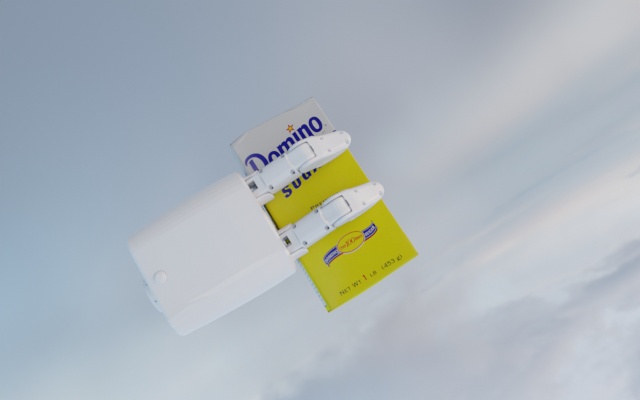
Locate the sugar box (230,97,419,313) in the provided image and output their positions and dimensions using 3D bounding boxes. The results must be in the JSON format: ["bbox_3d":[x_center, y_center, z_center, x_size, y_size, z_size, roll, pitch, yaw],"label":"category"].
[{"bbox_3d":[0.000,0.001,0.435,0.093,0.176,0.048,-31,-10,-10],"label":"sugar box"}]
